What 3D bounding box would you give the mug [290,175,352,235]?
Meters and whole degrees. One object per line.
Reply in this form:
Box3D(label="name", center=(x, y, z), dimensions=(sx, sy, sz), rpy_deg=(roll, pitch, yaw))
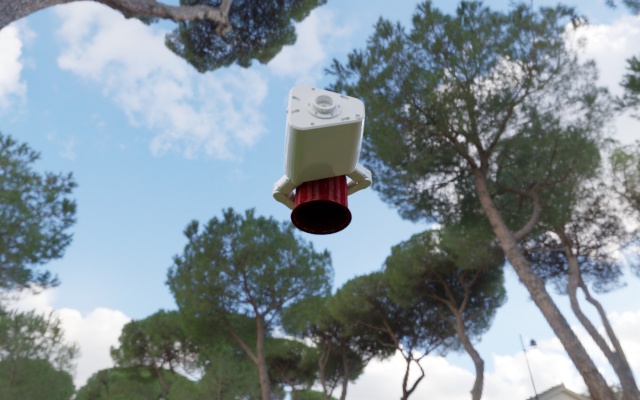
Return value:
Box3D(label="mug", center=(0.000, 0.003, 0.751), dimensions=(0.093, 0.081, 0.117), rpy_deg=(4, -38, -5))
